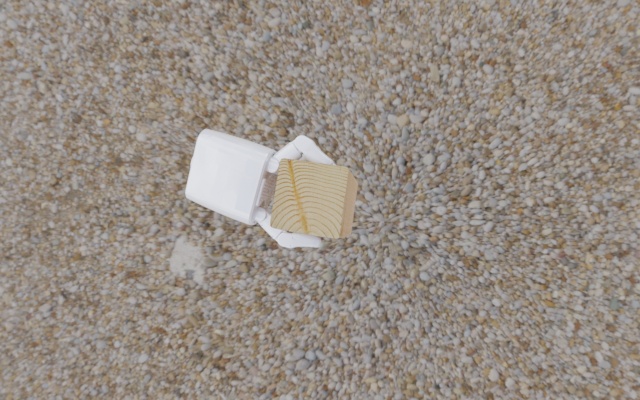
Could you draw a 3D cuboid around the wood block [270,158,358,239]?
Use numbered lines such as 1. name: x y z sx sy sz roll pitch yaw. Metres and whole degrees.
1. wood block: 0.000 0.002 0.686 0.090 0.091 0.206 9 -1 8
